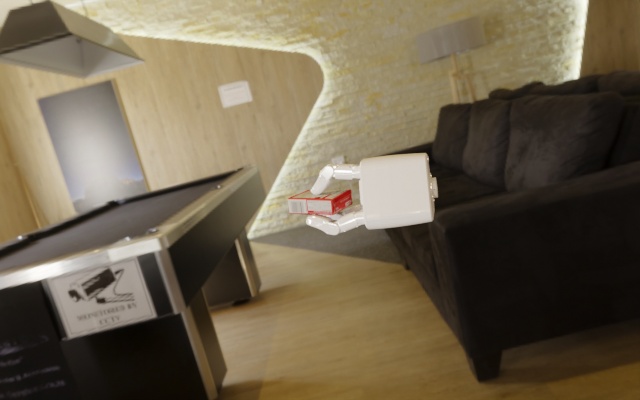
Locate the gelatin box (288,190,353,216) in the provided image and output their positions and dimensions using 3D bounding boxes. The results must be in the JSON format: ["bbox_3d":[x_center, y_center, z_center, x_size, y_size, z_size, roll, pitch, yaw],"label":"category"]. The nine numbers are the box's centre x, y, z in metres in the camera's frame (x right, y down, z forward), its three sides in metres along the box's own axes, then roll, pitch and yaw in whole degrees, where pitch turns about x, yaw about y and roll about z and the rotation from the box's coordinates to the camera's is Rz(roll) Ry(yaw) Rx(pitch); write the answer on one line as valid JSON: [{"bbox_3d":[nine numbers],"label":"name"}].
[{"bbox_3d":[0.000,0.002,0.817,0.089,0.030,0.073,1,14,28],"label":"gelatin box"}]
